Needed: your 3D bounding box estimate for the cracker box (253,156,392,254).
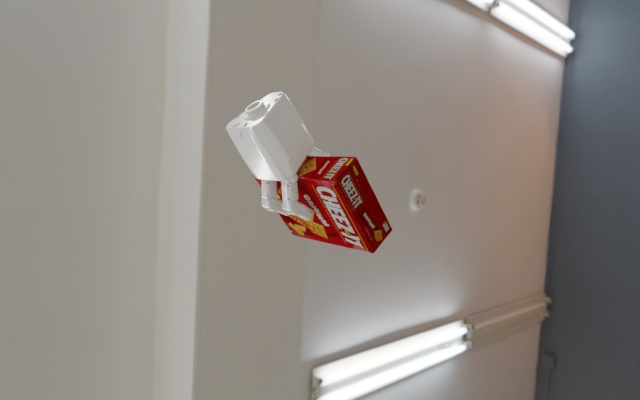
[{"bbox_3d":[0.000,0.003,0.853,0.213,0.164,0.072,8,48,46],"label":"cracker box"}]
